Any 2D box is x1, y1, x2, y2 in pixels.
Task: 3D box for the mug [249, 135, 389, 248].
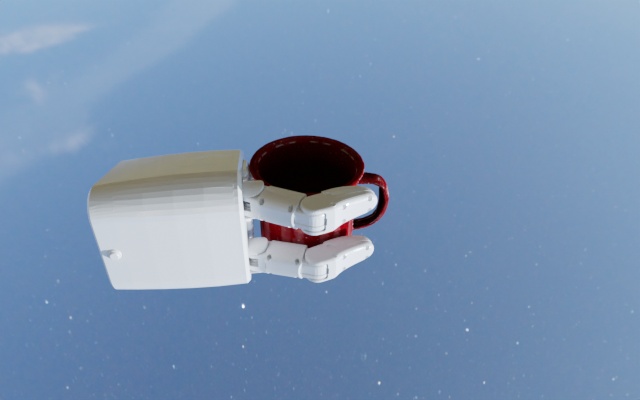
[{"bbox_3d":[0.001,0.001,0.411,0.117,0.082,0.093,-2,37,-6],"label":"mug"}]
